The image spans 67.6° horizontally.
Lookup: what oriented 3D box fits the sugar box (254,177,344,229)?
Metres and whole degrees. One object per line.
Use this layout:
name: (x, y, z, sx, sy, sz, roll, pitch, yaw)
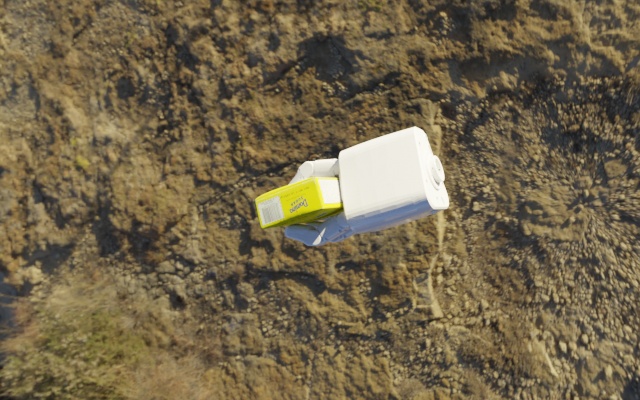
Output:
sugar box: (0.000, 0.003, 0.642, 0.093, 0.048, 0.176, -18, -9, 27)
